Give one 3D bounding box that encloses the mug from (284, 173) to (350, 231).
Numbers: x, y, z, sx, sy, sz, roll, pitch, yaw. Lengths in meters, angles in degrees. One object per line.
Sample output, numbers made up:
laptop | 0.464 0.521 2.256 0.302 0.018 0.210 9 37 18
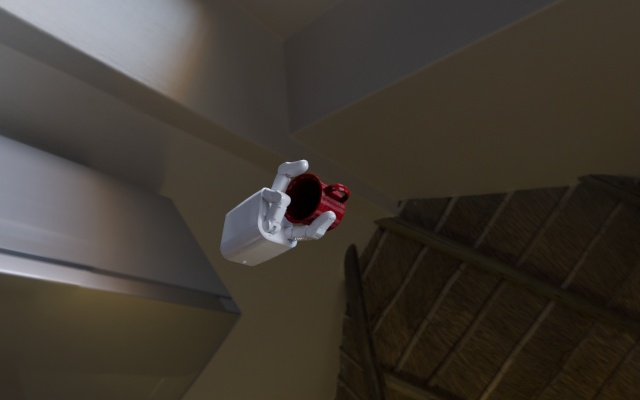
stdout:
mug | 0.001 0.002 0.855 0.117 0.093 0.081 -29 -35 28
